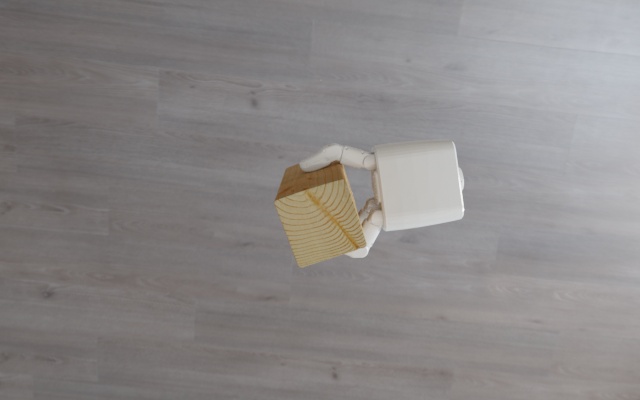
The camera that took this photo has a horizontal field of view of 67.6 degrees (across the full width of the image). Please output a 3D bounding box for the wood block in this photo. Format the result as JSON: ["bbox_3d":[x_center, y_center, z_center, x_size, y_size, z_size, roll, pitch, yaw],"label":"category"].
[{"bbox_3d":[0.000,0.002,0.658,0.090,0.091,0.206,-18,14,4],"label":"wood block"}]
